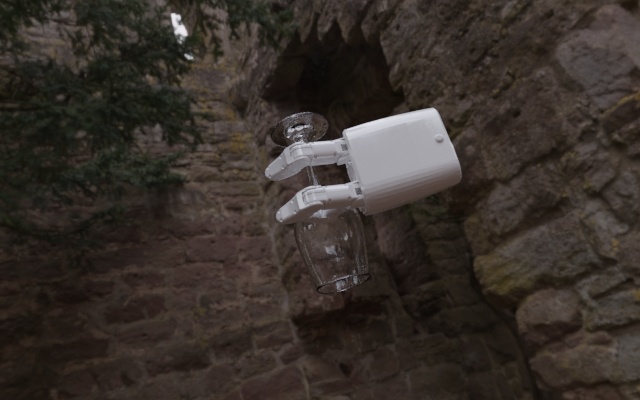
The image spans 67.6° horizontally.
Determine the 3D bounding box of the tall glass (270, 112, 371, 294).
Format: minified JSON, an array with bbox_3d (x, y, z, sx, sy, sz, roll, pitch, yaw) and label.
[{"bbox_3d":[0.000,0.001,0.552,0.079,0.201,0.079,-13,-22,-6],"label":"tall glass"}]
